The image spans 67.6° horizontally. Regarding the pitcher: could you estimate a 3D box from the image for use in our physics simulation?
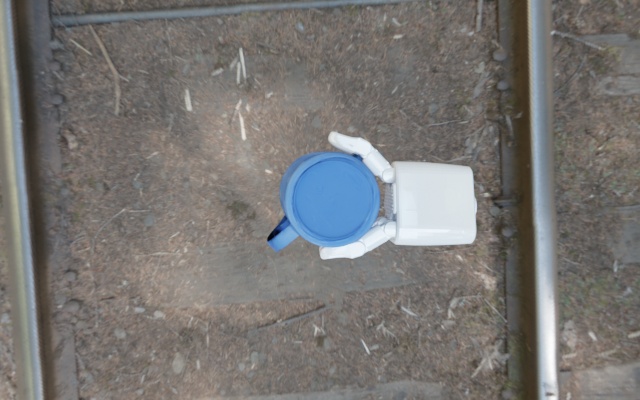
[{"bbox_3d":[0.000,0.002,0.643,0.145,0.149,0.243,3,2,-3],"label":"pitcher"}]
